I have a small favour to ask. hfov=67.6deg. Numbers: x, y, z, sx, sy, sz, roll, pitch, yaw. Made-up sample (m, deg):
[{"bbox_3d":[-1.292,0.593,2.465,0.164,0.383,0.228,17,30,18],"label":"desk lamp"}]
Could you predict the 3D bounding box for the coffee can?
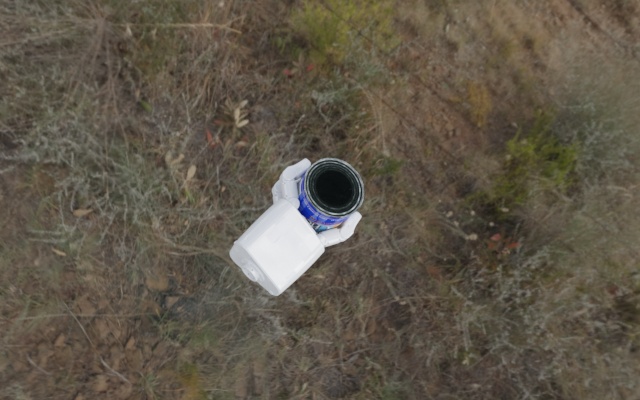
[{"bbox_3d":[0.000,0.003,0.815,0.103,0.102,0.140,0,-20,-20],"label":"coffee can"}]
